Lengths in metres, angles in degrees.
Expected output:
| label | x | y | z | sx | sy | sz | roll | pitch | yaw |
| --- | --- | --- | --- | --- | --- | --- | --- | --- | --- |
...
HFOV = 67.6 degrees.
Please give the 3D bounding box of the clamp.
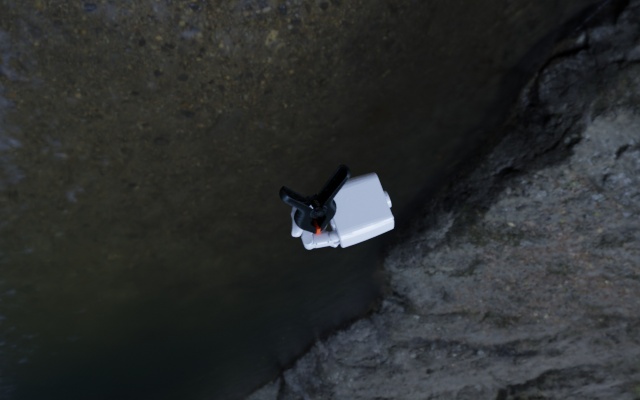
| label | x | y | z | sx | sy | sz | roll | pitch | yaw |
| --- | --- | --- | --- | --- | --- | --- | --- | --- | --- |
| clamp | 0.000 | 0.003 | 0.813 | 0.120 | 0.039 | 0.171 | -20 | -26 | -3 |
